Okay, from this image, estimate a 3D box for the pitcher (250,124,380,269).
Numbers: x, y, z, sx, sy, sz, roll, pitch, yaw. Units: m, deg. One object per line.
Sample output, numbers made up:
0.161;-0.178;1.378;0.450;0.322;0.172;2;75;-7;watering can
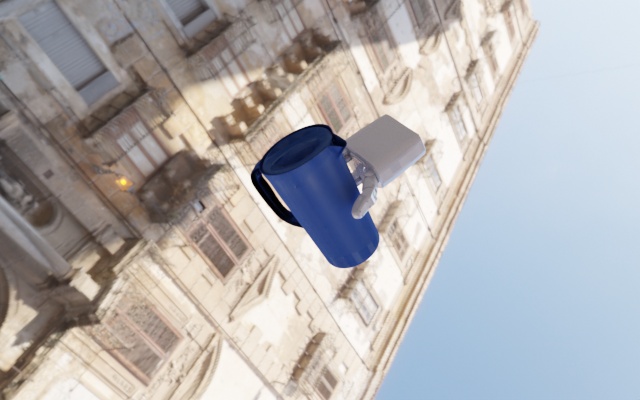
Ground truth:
0.000;0.003;0.825;0.145;0.243;0.149;-38;32;-13;pitcher
